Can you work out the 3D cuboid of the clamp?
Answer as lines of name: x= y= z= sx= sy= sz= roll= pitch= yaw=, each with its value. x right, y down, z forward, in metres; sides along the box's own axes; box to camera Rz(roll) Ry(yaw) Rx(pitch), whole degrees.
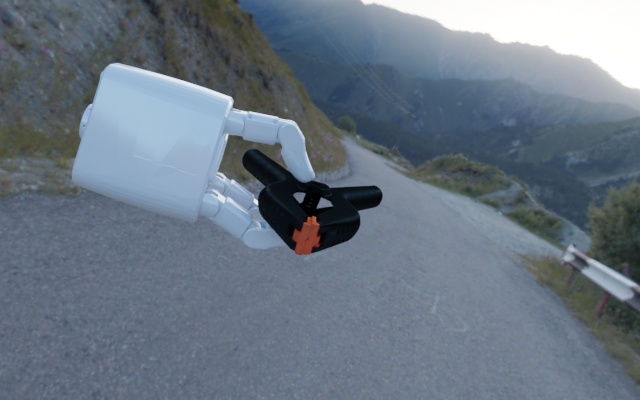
clamp: x=0.000 y=0.001 z=0.466 sx=0.164 sy=0.036 sz=0.210 roll=14 pitch=17 yaw=-11
